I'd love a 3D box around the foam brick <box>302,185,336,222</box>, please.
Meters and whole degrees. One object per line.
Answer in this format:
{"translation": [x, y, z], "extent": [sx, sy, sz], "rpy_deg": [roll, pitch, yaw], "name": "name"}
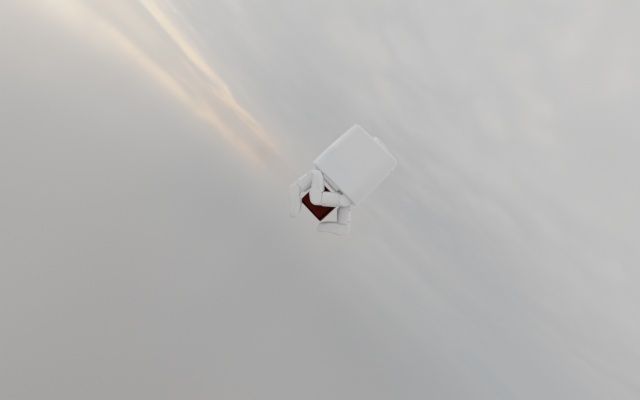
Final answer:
{"translation": [0.000, 0.003, 0.886], "extent": [0.051, 0.053, 0.078], "rpy_deg": [-43, -3, -1], "name": "foam brick"}
